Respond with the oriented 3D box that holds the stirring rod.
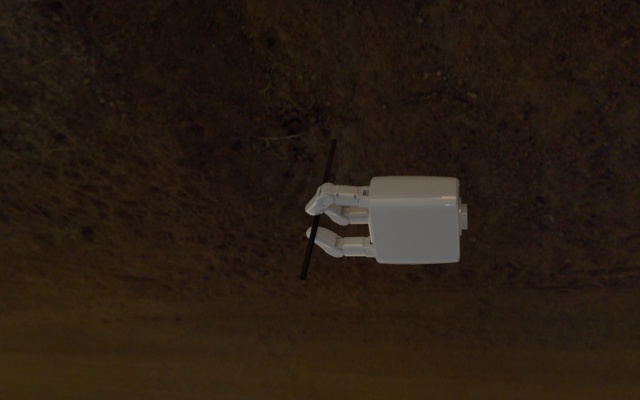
[{"bbox_3d":[0.000,0.002,0.654,0.011,0.239,0.011,8,-38,6],"label":"stirring rod"}]
